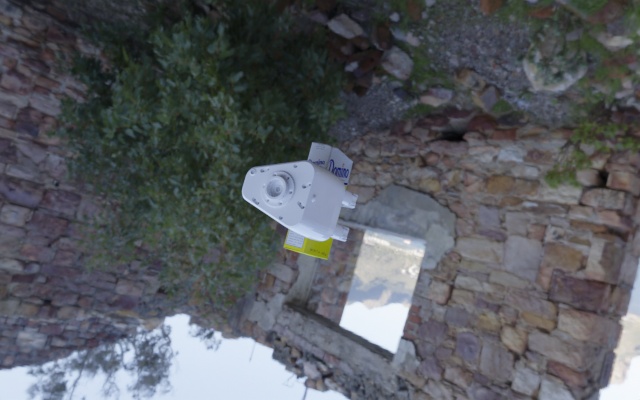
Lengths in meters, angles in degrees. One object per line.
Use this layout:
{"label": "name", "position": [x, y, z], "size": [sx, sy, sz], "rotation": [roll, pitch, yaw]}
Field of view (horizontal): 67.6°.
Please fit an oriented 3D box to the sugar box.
{"label": "sugar box", "position": [0.001, 0.003, 0.782], "size": [0.048, 0.176, 0.093], "rotation": [14, -6, 27]}
